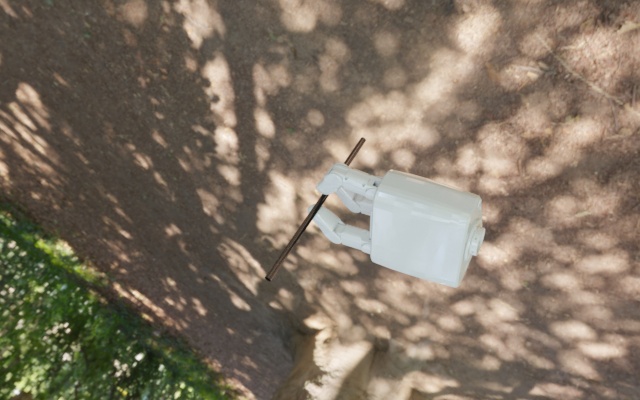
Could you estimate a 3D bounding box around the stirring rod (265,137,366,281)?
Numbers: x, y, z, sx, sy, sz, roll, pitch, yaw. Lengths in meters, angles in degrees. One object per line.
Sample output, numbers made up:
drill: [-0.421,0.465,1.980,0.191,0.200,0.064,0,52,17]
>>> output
stirring rod: [0.000,0.002,0.589,0.011,0.239,0.011,24,-32,17]
